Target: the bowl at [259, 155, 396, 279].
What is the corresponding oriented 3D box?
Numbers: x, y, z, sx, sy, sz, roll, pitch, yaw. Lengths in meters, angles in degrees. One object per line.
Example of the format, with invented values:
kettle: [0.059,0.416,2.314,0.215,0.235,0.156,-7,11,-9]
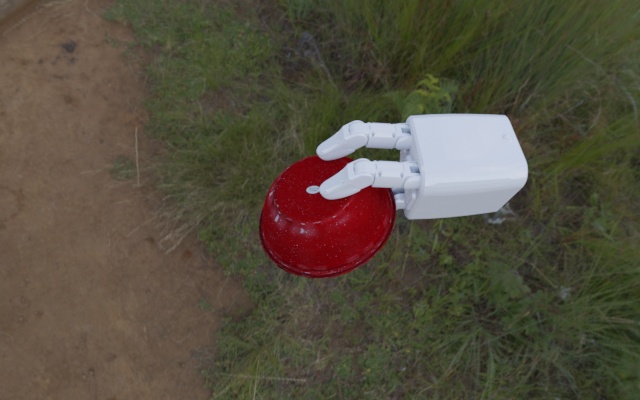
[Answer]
bowl: [-0.001,0.002,0.527,0.162,0.162,0.055,0,-35,17]
